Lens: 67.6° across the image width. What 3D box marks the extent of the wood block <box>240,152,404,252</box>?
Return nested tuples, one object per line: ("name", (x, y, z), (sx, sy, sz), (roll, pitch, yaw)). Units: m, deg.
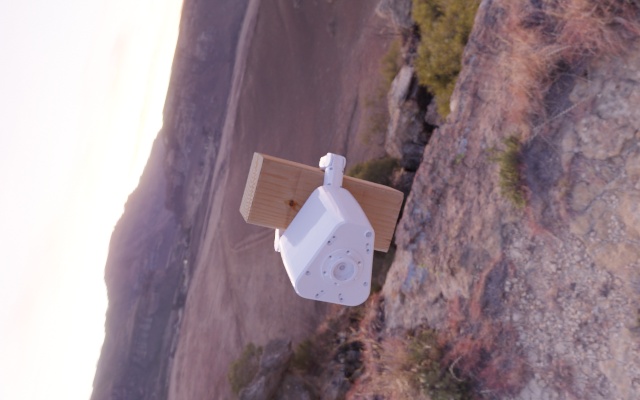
("wood block", (0.000, 0.002, 0.684), (0.206, 0.091, 0.090), (14, 6, -18))
